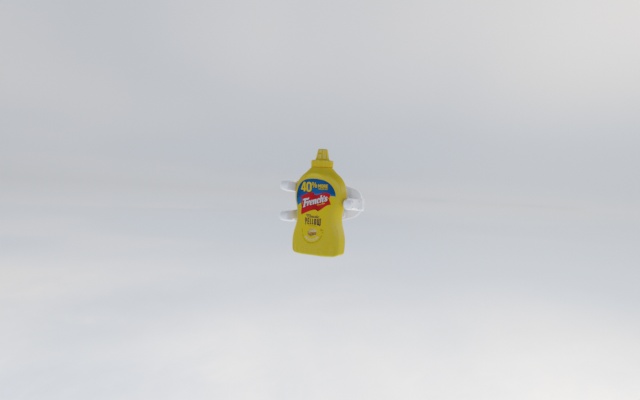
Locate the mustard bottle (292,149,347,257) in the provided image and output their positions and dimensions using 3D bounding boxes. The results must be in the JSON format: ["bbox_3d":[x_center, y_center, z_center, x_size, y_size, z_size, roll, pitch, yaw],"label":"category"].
[{"bbox_3d":[0.000,0.003,0.865,0.096,0.191,0.058,4,2,30],"label":"mustard bottle"}]
